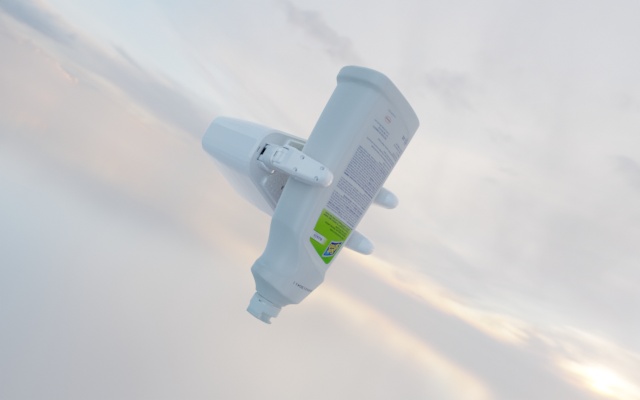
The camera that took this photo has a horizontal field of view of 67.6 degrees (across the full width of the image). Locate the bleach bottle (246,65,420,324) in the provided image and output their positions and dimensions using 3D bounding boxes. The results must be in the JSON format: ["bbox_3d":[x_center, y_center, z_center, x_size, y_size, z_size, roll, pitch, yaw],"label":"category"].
[{"bbox_3d":[0.000,0.002,0.466,0.068,0.251,0.103,26,-8,43],"label":"bleach bottle"}]
